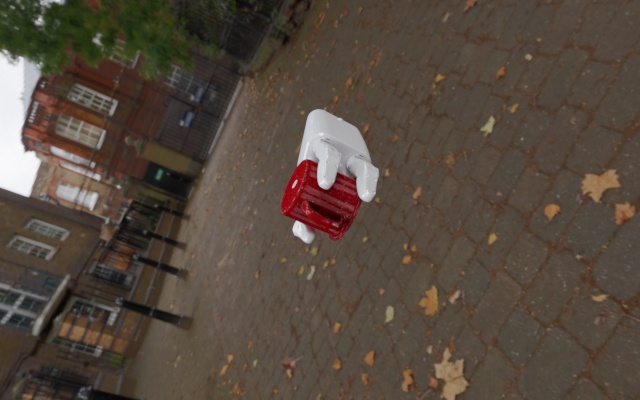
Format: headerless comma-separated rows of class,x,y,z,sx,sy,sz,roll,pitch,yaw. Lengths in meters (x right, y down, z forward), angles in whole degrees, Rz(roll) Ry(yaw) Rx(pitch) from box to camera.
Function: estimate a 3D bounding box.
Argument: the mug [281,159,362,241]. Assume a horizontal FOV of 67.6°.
mug,0.000,0.003,0.625,0.081,0.093,0.117,24,26,-16
